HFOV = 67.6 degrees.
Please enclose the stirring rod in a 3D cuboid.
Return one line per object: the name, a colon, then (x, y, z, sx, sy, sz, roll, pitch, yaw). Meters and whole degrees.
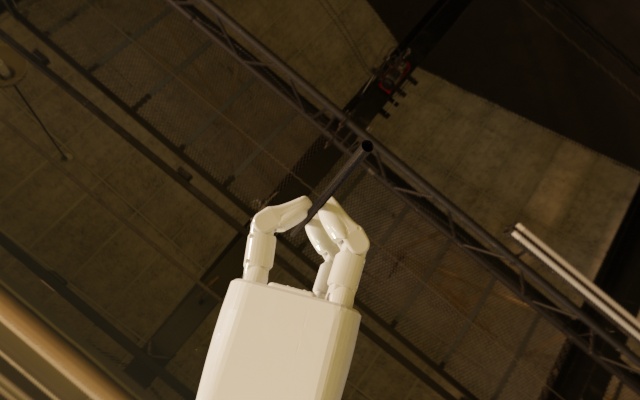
stirring rod: (0.000, 0.001, 0.404, 0.011, 0.011, 0.239, 0, -17, -15)
